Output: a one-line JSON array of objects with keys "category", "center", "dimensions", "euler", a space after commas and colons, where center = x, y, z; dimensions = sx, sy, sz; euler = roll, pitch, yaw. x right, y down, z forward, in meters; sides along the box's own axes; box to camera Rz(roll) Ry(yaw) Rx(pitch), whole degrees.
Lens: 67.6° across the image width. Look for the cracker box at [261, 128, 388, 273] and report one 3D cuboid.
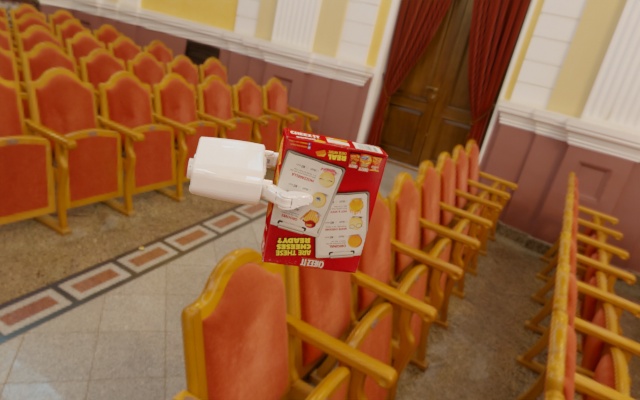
[{"category": "cracker box", "center": [0.000, 0.002, 0.785], "dimensions": [0.164, 0.214, 0.072], "euler": [9, 20, -11]}]
